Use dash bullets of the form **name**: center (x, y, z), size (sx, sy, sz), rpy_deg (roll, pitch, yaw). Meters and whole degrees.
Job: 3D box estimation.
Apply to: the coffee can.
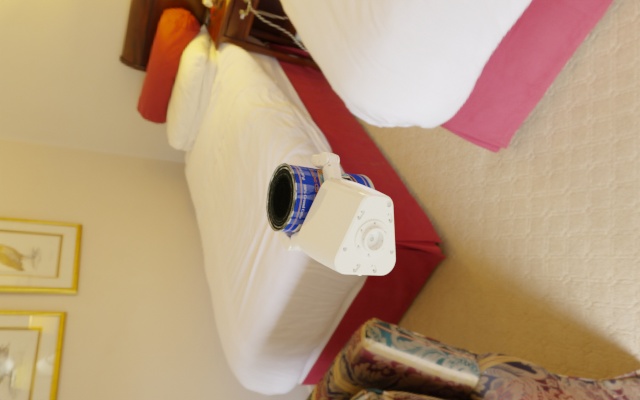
- **coffee can**: center (0.000, 0.002, 0.738), size (0.140, 0.103, 0.103), rpy_deg (7, -3, -28)
